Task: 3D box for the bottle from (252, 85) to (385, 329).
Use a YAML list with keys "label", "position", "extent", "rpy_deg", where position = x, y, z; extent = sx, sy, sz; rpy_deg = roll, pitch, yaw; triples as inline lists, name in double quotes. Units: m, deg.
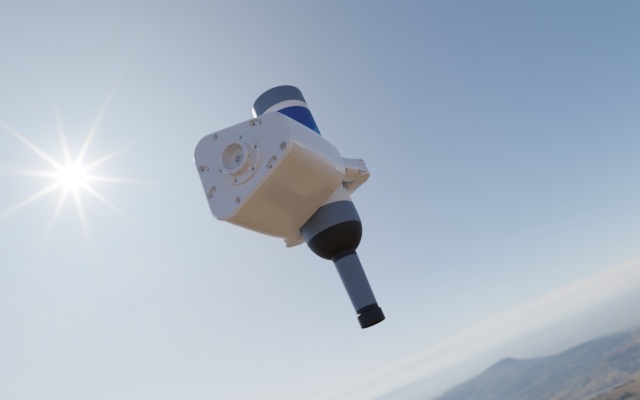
- label: "bottle"
  position: [0.000, 0.002, 0.544]
  extent: [0.069, 0.295, 0.069]
  rpy_deg: [-20, -23, -9]
